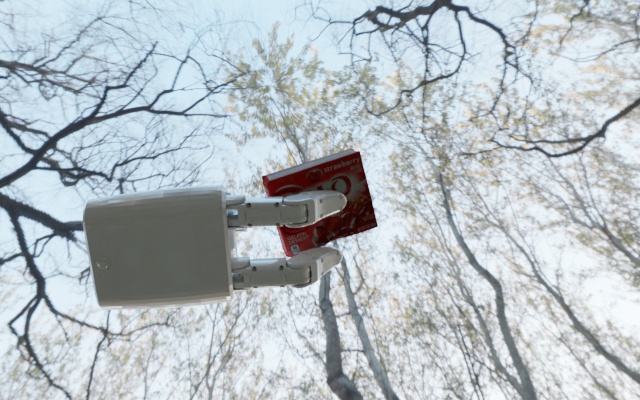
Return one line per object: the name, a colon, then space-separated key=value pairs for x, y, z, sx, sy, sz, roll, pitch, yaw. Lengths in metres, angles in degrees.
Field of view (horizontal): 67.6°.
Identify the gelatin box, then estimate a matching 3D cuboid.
gelatin box: x=0.000 y=0.001 z=0.428 sx=0.089 sy=0.073 sz=0.030 roll=-18 pitch=17 yaw=-9
